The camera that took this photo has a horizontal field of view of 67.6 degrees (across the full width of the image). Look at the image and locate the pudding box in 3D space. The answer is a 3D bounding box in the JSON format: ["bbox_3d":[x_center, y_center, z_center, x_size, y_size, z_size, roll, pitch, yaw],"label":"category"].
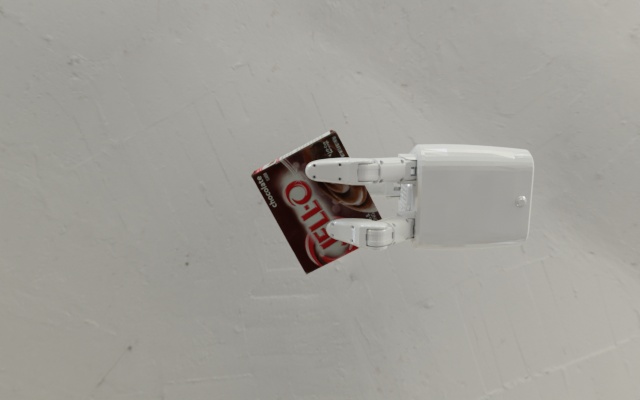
[{"bbox_3d":[0.000,0.001,0.461,0.090,0.113,0.039,-28,9,4],"label":"pudding box"}]
